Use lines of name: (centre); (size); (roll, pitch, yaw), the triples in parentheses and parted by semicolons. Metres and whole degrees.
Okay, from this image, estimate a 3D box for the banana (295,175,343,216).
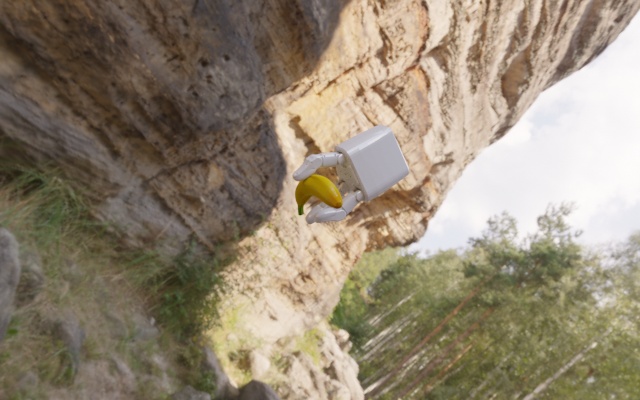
banana: (-0.008, -0.014, 0.854); (0.037, 0.069, 0.198); (-23, 3, -20)
